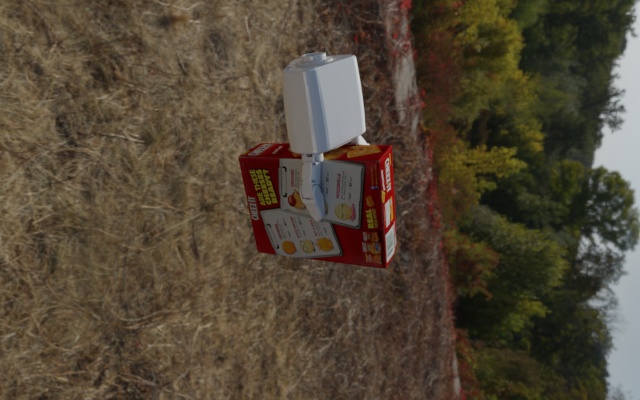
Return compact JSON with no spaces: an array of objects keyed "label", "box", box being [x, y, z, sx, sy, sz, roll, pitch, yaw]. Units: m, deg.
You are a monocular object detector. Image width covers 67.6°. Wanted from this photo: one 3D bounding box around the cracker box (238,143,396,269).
[{"label":"cracker box","box":[0.000,0.002,0.699,0.213,0.164,0.072,4,26,25]}]
